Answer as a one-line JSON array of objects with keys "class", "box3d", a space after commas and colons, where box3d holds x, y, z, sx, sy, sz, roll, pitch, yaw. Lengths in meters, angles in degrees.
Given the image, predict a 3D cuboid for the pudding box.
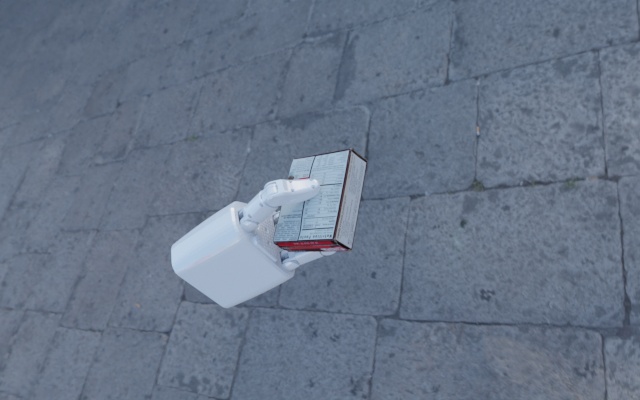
[{"class": "pudding box", "box3d": [0.000, 0.002, 0.543, 0.090, 0.113, 0.039, -5, -25, 37]}]
